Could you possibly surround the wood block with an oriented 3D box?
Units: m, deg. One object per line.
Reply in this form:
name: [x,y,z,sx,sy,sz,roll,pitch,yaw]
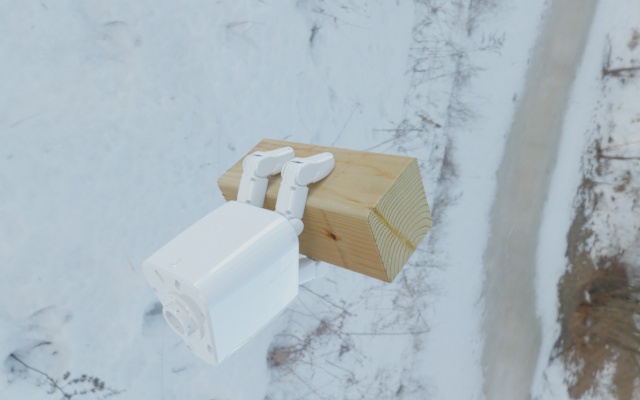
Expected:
wood block: [0.000,0.002,0.510,0.206,0.091,0.090,13,49,39]
